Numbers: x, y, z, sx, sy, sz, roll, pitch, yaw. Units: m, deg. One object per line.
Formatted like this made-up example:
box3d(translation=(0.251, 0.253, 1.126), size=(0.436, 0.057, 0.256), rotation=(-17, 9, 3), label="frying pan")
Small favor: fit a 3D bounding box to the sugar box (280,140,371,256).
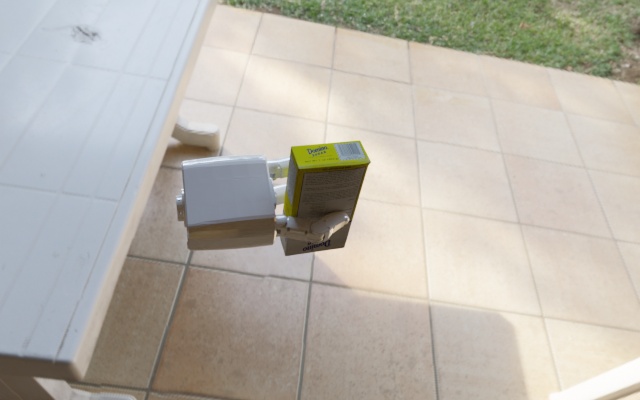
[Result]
box3d(translation=(0.000, 0.002, 0.631), size=(0.093, 0.048, 0.176), rotation=(-6, -37, -17), label="sugar box")
